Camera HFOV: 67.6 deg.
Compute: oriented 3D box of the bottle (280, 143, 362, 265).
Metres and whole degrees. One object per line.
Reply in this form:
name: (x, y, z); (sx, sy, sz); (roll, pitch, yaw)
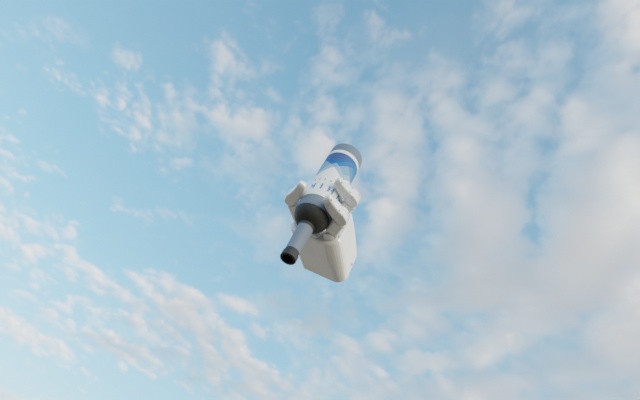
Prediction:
bottle: (0.000, 0.003, 0.858); (0.069, 0.069, 0.295); (0, 38, 27)
